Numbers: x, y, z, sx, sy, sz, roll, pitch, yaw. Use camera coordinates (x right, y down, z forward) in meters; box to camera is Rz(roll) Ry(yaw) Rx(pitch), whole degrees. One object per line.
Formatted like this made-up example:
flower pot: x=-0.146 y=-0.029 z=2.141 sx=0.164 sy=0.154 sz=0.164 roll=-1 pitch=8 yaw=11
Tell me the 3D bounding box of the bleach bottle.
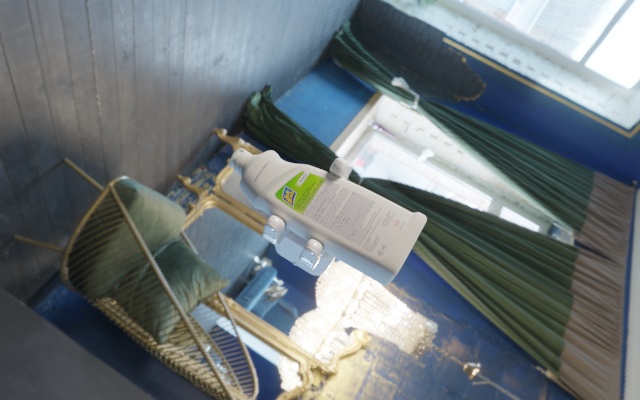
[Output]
bleach bottle: x=0.000 y=0.002 z=0.607 sx=0.251 sy=0.102 sz=0.068 roll=31 pitch=-26 yaw=8
